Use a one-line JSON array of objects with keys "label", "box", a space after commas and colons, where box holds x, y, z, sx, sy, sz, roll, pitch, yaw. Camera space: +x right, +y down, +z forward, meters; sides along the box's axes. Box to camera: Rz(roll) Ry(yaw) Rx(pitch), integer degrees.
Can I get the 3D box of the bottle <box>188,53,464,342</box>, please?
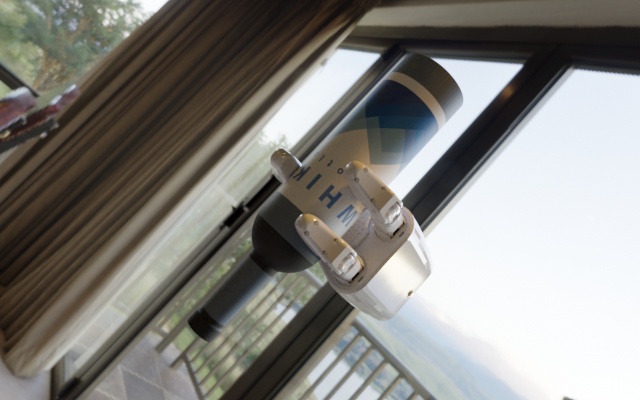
[{"label": "bottle", "box": [0.000, 0.001, 0.409, 0.069, 0.295, 0.069, 43, -6, 5]}]
